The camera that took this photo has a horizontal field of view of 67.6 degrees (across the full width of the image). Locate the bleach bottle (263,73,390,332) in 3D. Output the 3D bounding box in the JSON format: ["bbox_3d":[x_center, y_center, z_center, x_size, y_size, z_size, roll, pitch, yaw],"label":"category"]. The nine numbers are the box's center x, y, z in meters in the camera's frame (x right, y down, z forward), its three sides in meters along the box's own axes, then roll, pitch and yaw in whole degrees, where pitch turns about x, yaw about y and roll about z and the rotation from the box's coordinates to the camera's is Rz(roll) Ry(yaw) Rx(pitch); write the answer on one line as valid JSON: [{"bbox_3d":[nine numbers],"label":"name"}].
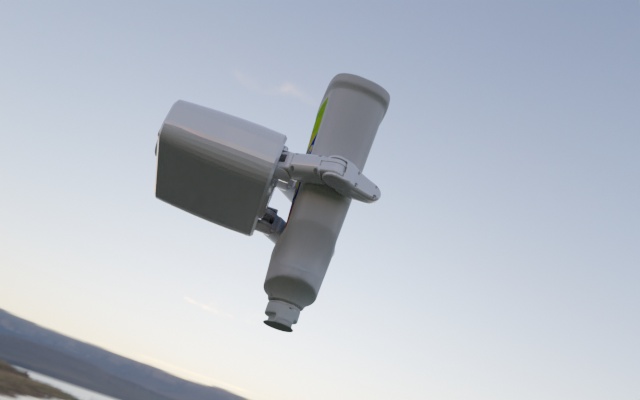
[{"bbox_3d":[0.000,0.002,0.468,0.068,0.250,0.103,21,-27,-5],"label":"bleach bottle"}]
